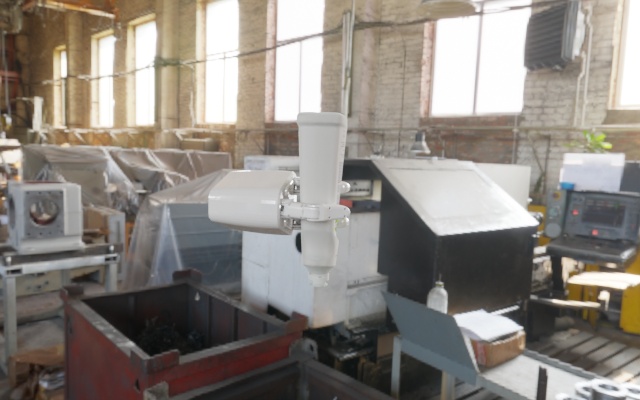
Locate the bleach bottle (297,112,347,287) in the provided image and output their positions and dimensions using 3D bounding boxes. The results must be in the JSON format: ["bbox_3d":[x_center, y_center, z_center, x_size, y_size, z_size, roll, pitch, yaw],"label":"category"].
[{"bbox_3d":[0.000,0.002,0.694,0.068,0.251,0.102,3,6,9],"label":"bleach bottle"}]
